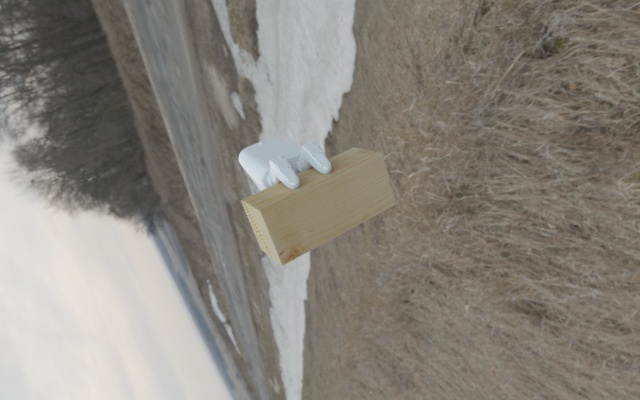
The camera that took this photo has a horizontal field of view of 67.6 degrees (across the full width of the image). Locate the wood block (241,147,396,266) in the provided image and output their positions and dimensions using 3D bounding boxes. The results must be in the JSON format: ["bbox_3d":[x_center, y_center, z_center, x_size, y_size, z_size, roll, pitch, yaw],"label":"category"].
[{"bbox_3d":[0.000,0.003,0.725,0.206,0.091,0.090,-27,22,-20],"label":"wood block"}]
